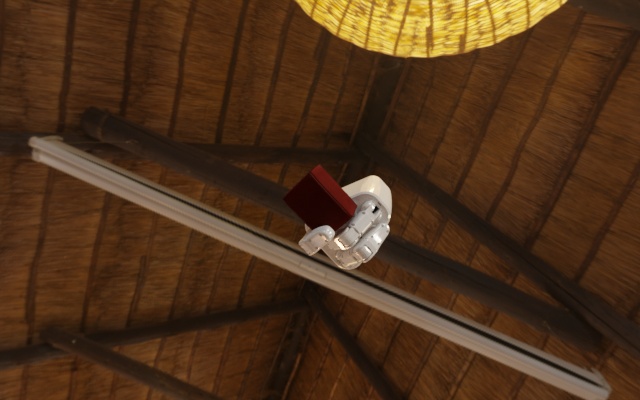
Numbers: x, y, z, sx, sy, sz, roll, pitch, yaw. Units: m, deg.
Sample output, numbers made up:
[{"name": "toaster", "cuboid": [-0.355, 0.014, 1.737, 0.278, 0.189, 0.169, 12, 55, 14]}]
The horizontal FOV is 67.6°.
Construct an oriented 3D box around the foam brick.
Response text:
[{"name": "foam brick", "cuboid": [0.000, 0.002, 0.609, 0.053, 0.078, 0.051, -41, 6, 20]}]
